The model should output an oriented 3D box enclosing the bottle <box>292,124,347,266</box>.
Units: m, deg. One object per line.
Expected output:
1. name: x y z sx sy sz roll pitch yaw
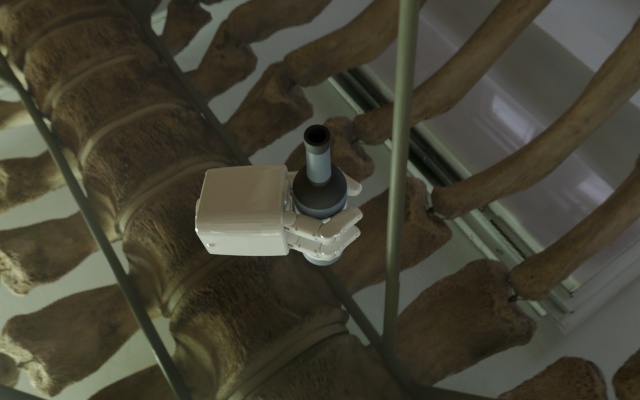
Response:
1. bottle: 0.000 0.002 0.607 0.069 0.069 0.296 0 -27 2
